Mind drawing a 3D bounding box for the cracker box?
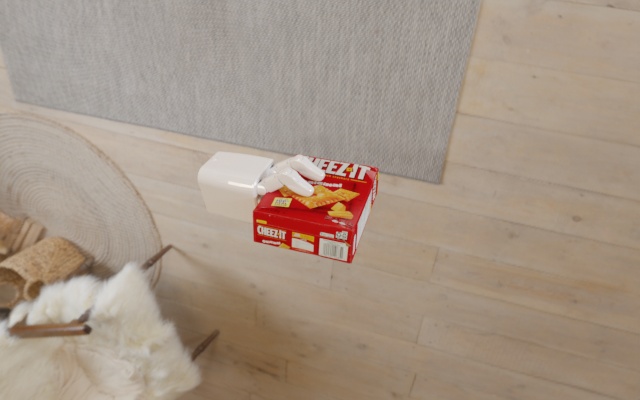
[{"bbox_3d":[0.000,0.003,0.815,0.164,0.072,0.213,11,33,12],"label":"cracker box"}]
